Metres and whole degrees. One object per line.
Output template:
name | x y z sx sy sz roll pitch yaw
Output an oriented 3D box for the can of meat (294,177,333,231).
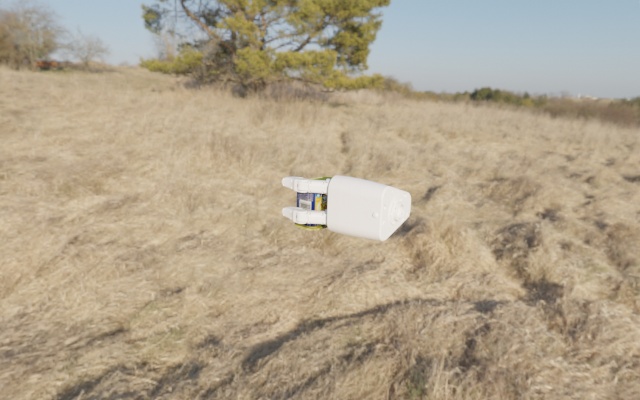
can of meat | 0.000 0.003 0.889 0.057 0.084 0.102 14 17 40
